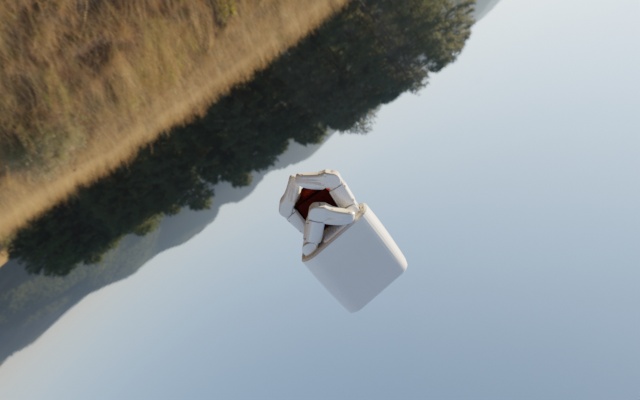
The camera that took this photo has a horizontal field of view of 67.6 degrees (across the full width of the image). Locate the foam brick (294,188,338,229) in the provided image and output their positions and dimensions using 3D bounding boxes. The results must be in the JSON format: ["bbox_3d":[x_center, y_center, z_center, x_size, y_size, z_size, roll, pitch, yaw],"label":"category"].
[{"bbox_3d":[0.000,0.002,0.685,0.053,0.051,0.078,-36,14,13],"label":"foam brick"}]
